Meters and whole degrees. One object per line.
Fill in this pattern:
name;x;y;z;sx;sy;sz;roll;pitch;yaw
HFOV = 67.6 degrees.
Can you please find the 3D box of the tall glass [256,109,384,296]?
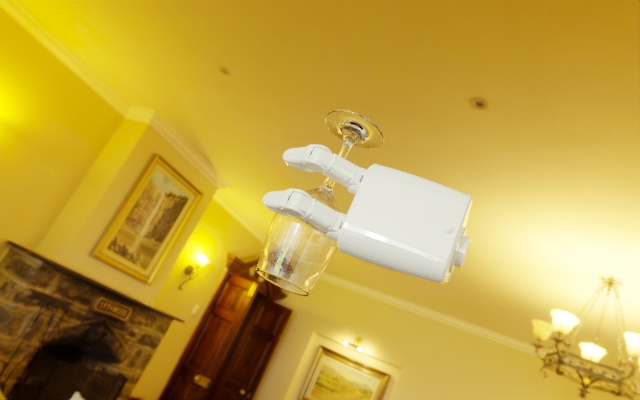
tall glass;0.000;0.001;0.529;0.079;0.201;0.079;23;-19;8
